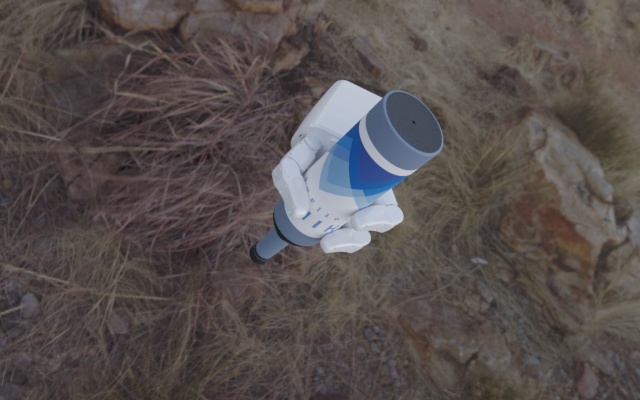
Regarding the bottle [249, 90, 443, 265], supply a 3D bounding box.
[{"bbox_3d":[0.000,0.002,0.504,0.069,0.069,0.296,0,-27,-37],"label":"bottle"}]
